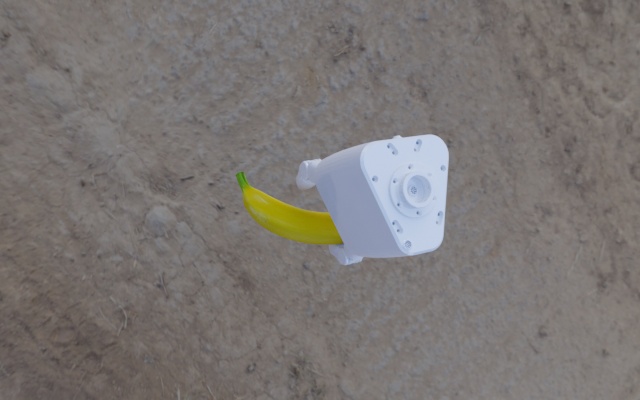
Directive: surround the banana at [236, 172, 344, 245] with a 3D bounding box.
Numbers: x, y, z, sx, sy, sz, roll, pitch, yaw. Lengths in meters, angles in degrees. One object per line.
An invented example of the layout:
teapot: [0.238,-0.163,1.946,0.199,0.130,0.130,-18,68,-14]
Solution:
banana: [-0.006,0.018,0.560,0.198,0.069,0.037,15,-20,-15]
